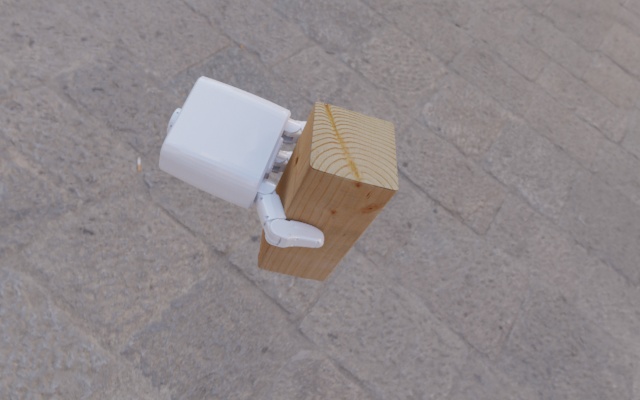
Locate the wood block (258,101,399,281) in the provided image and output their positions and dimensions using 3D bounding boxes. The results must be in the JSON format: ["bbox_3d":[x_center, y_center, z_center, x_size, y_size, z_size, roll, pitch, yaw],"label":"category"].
[{"bbox_3d":[0.000,0.002,0.539,0.090,0.090,0.206,14,-37,-14],"label":"wood block"}]
